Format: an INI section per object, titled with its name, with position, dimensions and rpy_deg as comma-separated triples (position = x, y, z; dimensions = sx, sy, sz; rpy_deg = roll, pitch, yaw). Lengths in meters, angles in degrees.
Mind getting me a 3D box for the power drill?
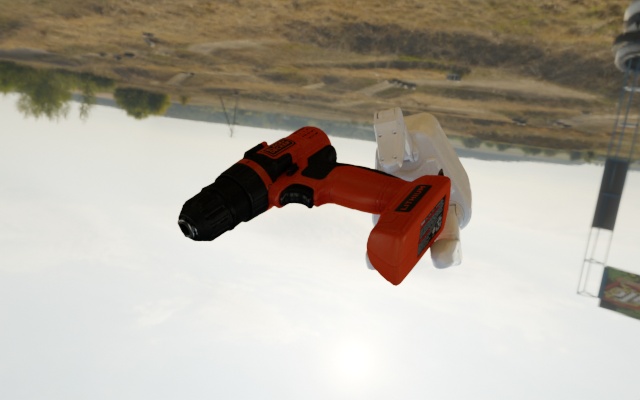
[power drill]
position = 0.001, 0.001, 0.408
dimensions = 0.187, 0.057, 0.184
rpy_deg = 22, 42, 29
